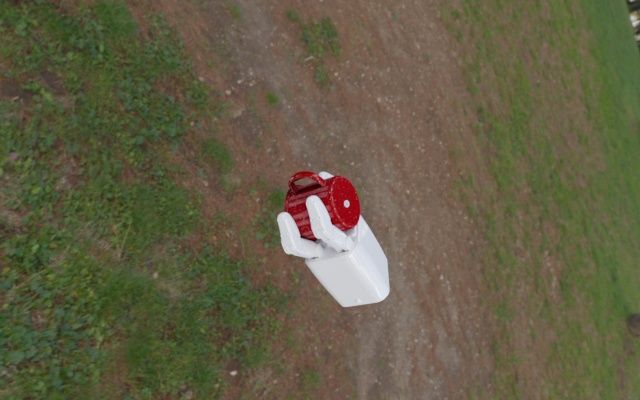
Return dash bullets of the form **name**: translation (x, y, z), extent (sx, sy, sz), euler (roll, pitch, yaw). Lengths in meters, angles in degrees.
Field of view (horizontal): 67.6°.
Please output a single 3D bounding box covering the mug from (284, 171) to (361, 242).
- **mug**: translation (0.000, 0.001, 0.707), extent (0.081, 0.117, 0.093), euler (-17, 32, 33)
